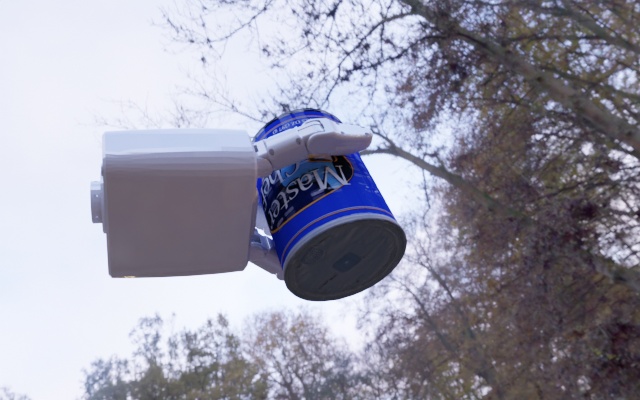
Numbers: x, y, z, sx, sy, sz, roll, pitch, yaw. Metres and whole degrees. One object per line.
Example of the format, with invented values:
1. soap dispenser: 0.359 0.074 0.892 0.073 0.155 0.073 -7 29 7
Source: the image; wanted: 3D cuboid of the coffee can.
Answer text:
1. coffee can: 0.000 0.001 0.420 0.103 0.103 0.140 0 44 -25
